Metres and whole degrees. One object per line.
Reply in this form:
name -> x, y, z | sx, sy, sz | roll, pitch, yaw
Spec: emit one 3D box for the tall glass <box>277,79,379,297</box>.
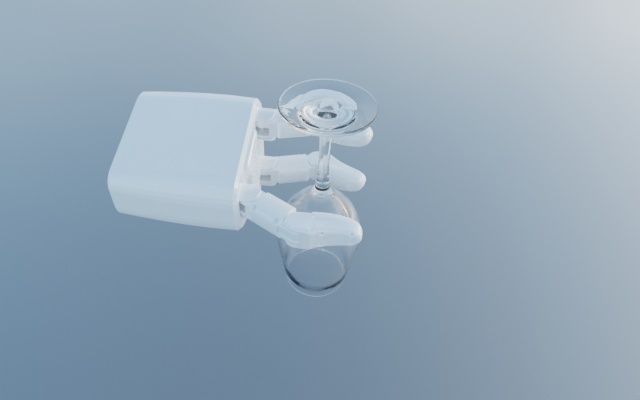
tall glass -> 0.000, 0.001, 0.417 | 0.079, 0.201, 0.079 | 2, 44, -2
